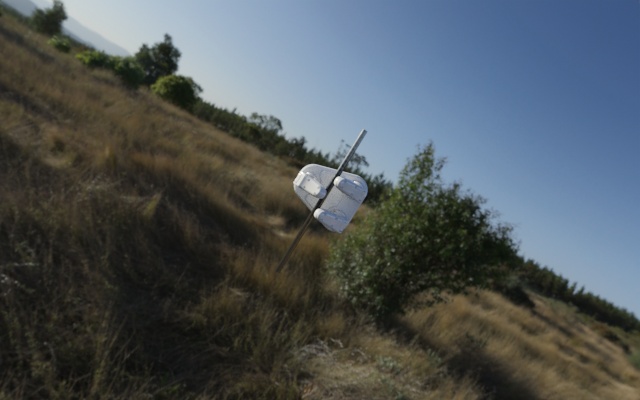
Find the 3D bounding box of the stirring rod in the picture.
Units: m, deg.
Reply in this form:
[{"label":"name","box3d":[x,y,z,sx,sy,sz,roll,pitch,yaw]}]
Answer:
[{"label":"stirring rod","box3d":[0.000,0.002,0.687,0.011,0.239,0.011,32,5,-3]}]
